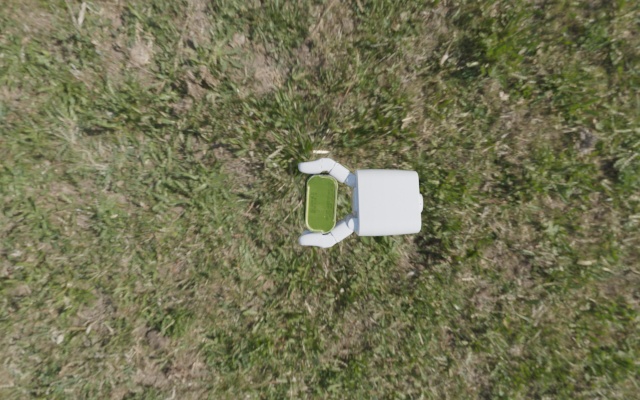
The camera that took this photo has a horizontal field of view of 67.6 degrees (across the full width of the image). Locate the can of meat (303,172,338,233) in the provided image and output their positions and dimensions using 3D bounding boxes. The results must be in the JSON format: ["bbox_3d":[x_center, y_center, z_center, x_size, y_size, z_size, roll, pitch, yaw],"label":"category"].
[{"bbox_3d":[0.000,0.003,0.824,0.057,0.102,0.084,2,5,-2],"label":"can of meat"}]
